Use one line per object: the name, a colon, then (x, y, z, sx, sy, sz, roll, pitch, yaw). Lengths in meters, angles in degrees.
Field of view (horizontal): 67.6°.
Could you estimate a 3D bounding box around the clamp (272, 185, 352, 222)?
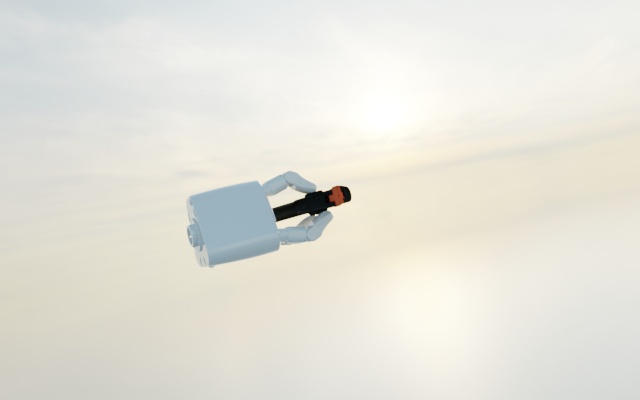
clamp: (0.000, 0.002, 0.770, 0.164, 0.036, 0.210, -15, -1, -26)
